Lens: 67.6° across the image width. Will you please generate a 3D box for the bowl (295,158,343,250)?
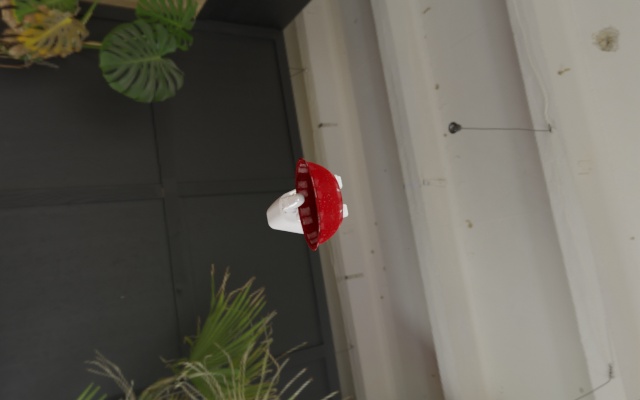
[{"bbox_3d":[0.001,0.003,0.829,0.055,0.162,0.162,-8,2,-13],"label":"bowl"}]
